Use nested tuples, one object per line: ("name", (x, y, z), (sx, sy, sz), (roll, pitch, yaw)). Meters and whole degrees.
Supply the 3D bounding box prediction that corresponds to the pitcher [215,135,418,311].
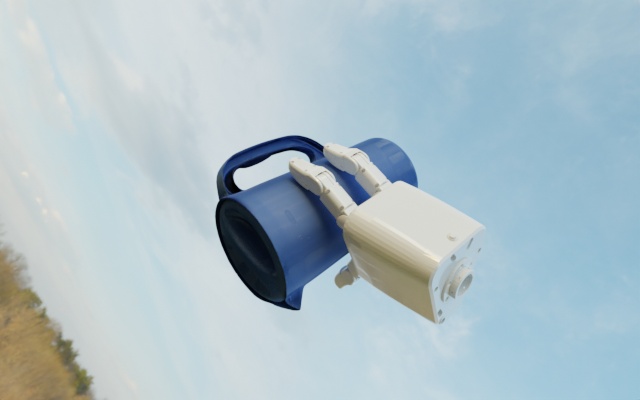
("pitcher", (0.000, 0.002, 0.582), (0.242, 0.149, 0.145), (-29, 45, -33))
